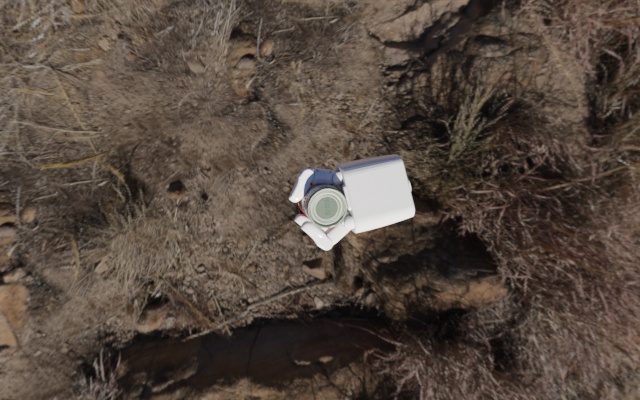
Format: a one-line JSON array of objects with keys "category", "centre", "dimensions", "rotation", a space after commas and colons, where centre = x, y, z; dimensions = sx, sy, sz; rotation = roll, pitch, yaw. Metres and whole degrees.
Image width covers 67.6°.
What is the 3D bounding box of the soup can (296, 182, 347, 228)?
[{"category": "soup can", "centre": [0.000, 0.003, 0.795], "dimensions": [0.068, 0.068, 0.102], "rotation": [0, 11, -13]}]
